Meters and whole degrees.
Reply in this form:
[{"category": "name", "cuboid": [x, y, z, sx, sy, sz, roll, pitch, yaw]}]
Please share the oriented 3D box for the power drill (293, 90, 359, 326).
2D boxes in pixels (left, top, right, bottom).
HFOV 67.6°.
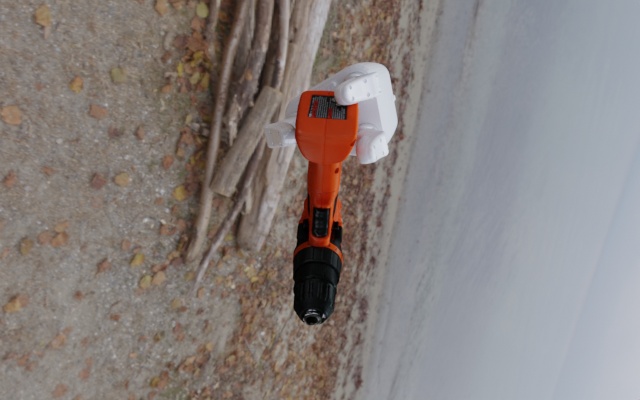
[{"category": "power drill", "cuboid": [0.000, 0.001, 0.472, 0.057, 0.188, 0.184, 4, 37, -1]}]
